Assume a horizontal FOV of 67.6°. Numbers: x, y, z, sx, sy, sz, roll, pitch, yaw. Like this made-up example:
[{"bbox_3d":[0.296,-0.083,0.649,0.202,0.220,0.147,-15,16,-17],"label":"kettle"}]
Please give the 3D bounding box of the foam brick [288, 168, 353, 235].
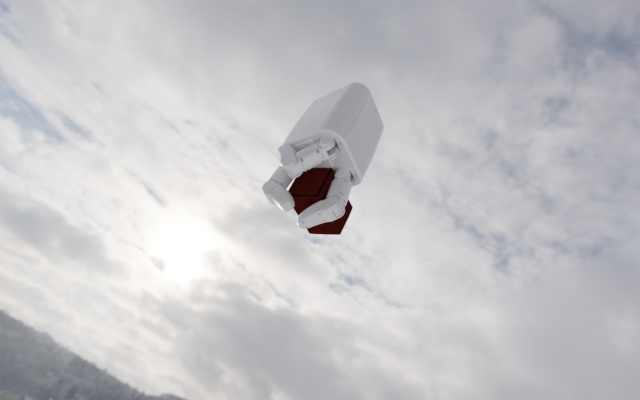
[{"bbox_3d":[0.000,0.002,0.634,0.053,0.051,0.078,1,-42,33],"label":"foam brick"}]
